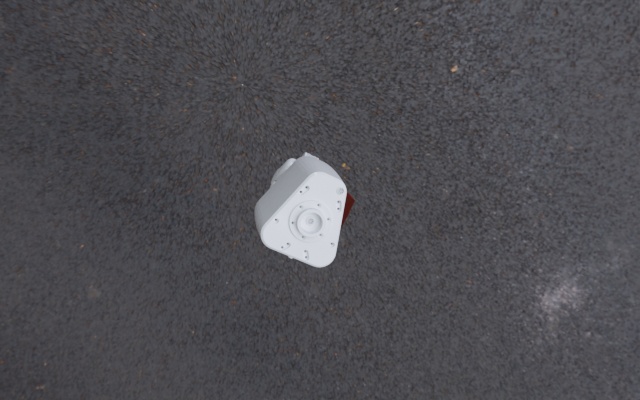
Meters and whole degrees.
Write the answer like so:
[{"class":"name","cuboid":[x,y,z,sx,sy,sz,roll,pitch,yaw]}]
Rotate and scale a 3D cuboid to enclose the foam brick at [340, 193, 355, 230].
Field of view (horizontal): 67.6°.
[{"class":"foam brick","cuboid":[0.000,0.002,0.668,0.078,0.053,0.051,24,8,-14]}]
